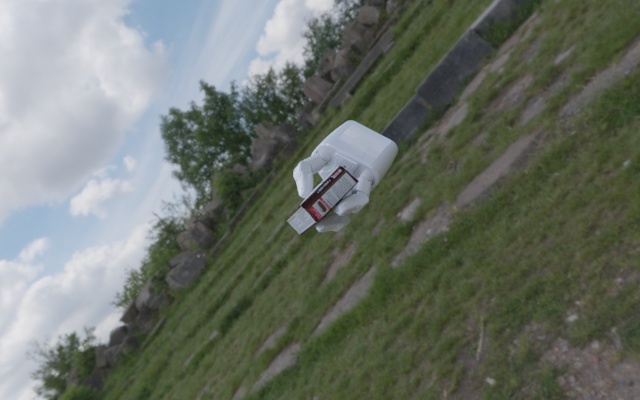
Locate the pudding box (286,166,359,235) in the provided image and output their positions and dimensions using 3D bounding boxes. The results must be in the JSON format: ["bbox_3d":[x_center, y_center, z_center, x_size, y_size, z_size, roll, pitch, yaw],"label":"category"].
[{"bbox_3d":[0.000,0.002,0.712,0.090,0.039,0.113,-46,-1,-19],"label":"pudding box"}]
